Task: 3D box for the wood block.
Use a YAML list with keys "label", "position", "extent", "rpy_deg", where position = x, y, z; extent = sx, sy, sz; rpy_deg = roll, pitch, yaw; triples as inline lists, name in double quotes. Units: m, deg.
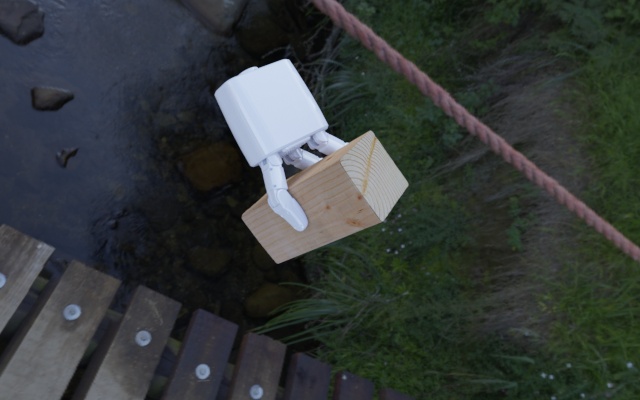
- label: "wood block"
  position: [0.000, 0.002, 0.645]
  extent: [0.206, 0.090, 0.090]
  rpy_deg: [-27, 14, 43]
